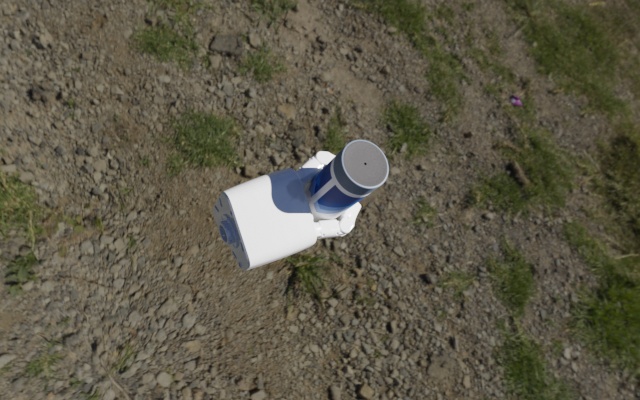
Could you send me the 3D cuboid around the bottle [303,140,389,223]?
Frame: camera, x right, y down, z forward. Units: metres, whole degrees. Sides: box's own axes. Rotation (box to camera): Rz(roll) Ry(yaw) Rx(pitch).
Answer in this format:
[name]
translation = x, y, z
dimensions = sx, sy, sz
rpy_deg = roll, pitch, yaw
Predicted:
[bottle]
translation = 0.000, 0.002, 0.720
dimensions = 0.069, 0.069, 0.296
rpy_deg = 0, -19, -24
